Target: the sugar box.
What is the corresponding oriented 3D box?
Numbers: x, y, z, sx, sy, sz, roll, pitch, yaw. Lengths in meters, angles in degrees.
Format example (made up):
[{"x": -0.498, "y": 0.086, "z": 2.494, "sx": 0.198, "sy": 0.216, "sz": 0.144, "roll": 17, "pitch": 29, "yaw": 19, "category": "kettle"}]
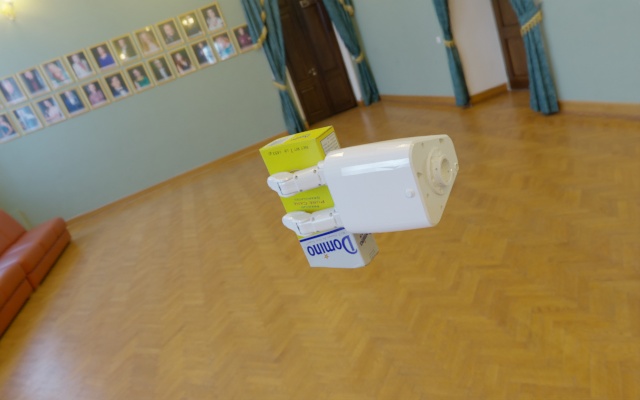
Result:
[{"x": 0.000, "y": 0.002, "z": 0.596, "sx": 0.093, "sy": 0.176, "sz": 0.048, "roll": -6, "pitch": 23, "yaw": 39, "category": "sugar box"}]
